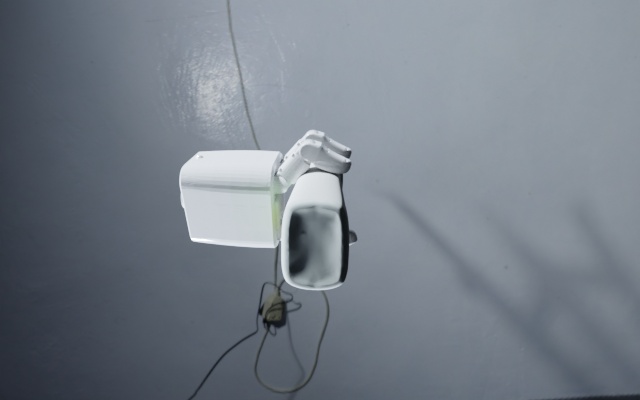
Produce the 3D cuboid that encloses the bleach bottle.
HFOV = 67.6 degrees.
[{"bbox_3d":[0.000,0.002,0.581,0.068,0.103,0.250,2,20,2],"label":"bleach bottle"}]
